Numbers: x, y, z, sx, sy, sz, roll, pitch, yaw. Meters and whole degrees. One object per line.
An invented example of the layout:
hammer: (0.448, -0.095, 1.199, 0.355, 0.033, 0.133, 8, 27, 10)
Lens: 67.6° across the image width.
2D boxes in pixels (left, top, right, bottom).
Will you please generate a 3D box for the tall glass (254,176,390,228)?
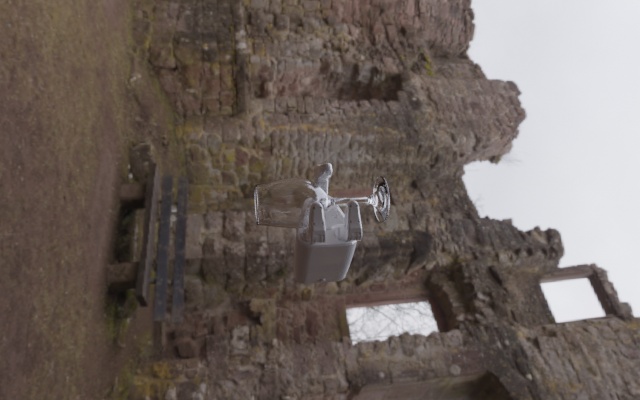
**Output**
tall glass: (0.001, 0.002, 0.742, 0.201, 0.079, 0.079, -2, 0, -12)
